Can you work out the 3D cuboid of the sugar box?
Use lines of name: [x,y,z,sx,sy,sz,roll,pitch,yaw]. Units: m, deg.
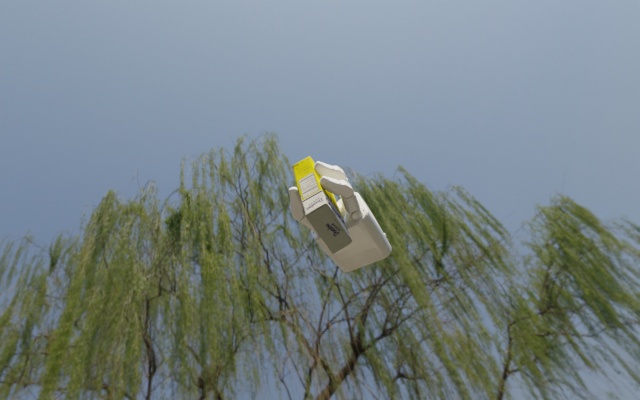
sugar box: [0.001,0.002,0.821,0.048,0.093,0.176,-32,32,5]
